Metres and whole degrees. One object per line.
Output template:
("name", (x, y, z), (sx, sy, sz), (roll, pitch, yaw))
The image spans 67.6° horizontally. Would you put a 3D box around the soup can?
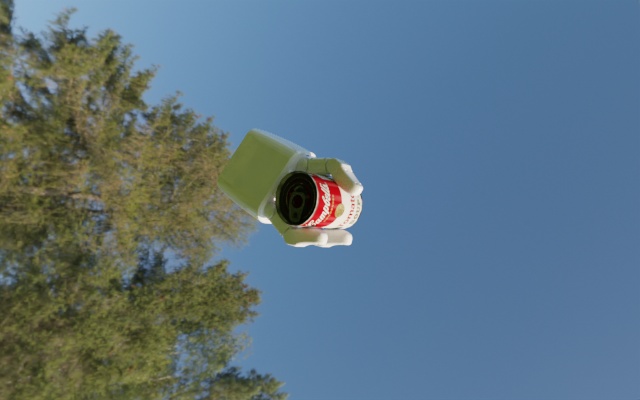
("soup can", (0.001, 0.002, 0.618), (0.068, 0.068, 0.102), (0, -5, 37))
